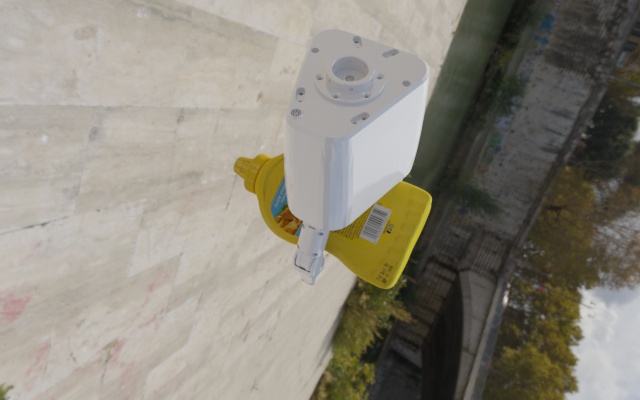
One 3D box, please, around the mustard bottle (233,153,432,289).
[{"bbox_3d":[0.000,0.002,0.456,0.191,0.096,0.058,25,-6,16],"label":"mustard bottle"}]
